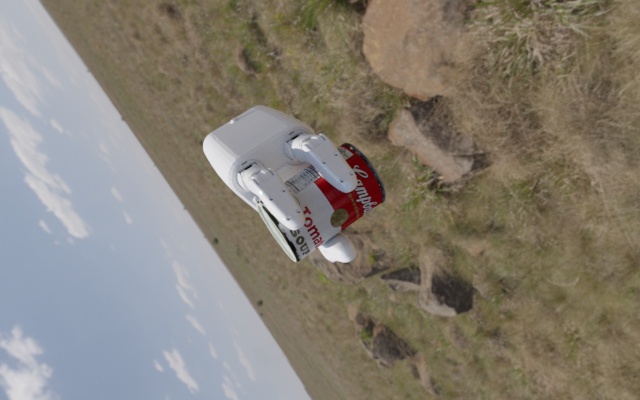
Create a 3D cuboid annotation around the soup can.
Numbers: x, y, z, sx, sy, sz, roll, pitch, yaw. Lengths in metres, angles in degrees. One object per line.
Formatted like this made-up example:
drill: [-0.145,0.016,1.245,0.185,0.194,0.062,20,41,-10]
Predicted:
soup can: [0.000,0.002,0.443,0.102,0.068,0.068,-34,8,-13]
